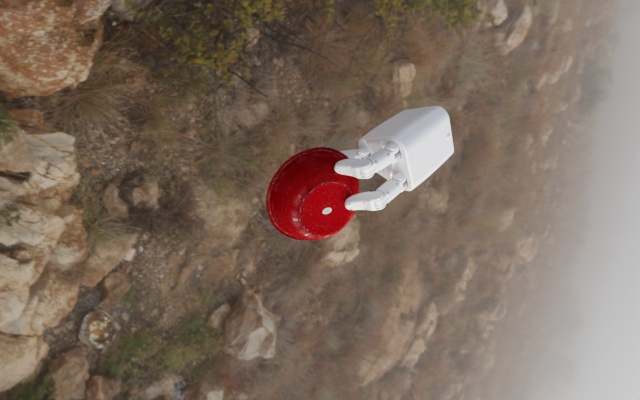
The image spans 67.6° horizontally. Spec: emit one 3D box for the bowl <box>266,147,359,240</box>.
[{"bbox_3d":[-0.001,0.003,0.737,0.162,0.162,0.055,0,25,-26],"label":"bowl"}]
